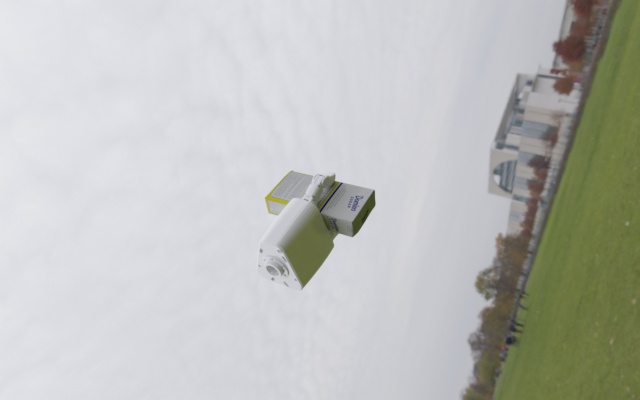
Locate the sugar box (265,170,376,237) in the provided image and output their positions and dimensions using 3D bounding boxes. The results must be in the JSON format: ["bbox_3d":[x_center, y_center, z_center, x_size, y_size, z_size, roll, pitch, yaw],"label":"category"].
[{"bbox_3d":[0.000,0.003,0.852,0.176,0.048,0.093,17,46,25],"label":"sugar box"}]
